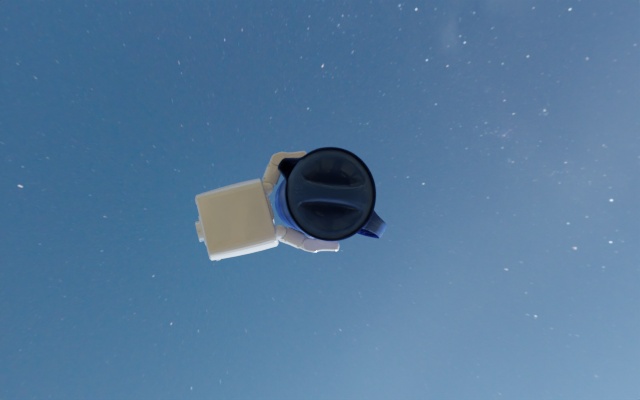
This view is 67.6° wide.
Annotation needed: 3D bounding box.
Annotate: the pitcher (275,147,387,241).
[{"bbox_3d":[0.000,0.003,0.781,0.145,0.149,0.243,-14,0,-12],"label":"pitcher"}]
